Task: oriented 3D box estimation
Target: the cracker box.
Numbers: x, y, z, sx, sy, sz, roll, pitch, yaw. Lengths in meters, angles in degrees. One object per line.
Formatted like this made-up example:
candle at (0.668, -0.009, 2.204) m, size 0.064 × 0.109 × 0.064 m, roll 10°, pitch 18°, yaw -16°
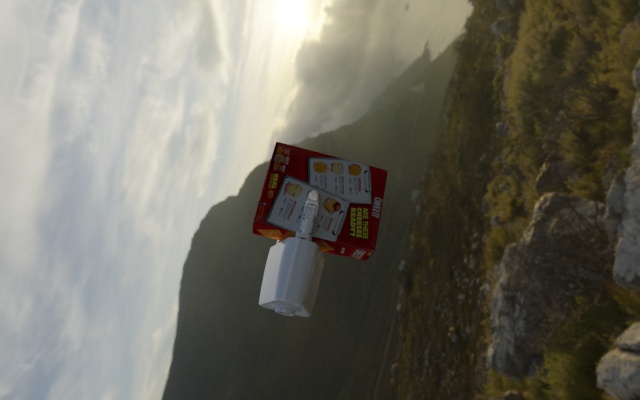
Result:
cracker box at (0.000, 0.003, 0.865) m, size 0.214 × 0.164 × 0.072 m, roll 14°, pitch -23°, yaw -4°
